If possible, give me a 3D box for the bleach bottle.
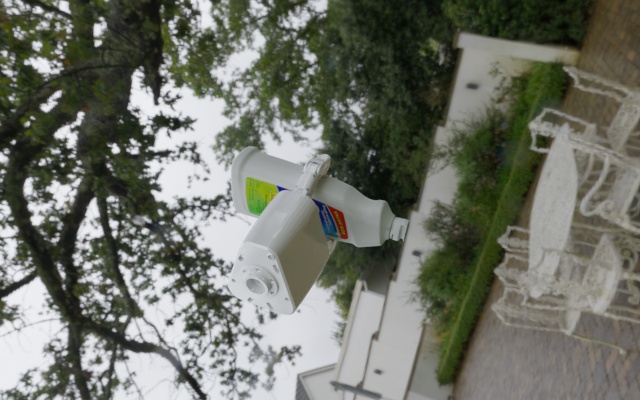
[{"bbox_3d":[0.000,0.002,0.670,0.251,0.103,0.068,16,38,16],"label":"bleach bottle"}]
